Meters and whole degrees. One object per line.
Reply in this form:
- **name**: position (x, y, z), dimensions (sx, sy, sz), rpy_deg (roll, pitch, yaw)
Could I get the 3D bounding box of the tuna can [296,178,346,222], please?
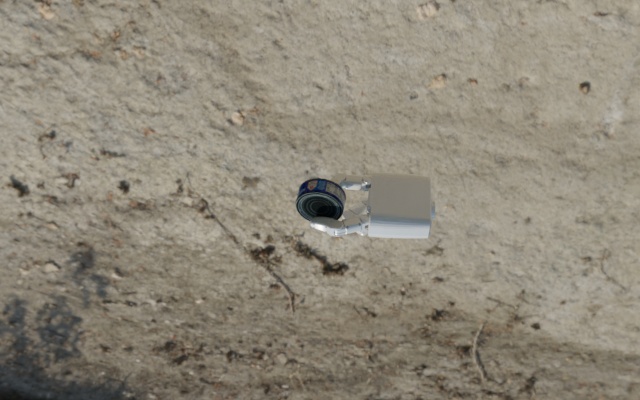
- **tuna can**: position (0.000, 0.003, 0.833), dimensions (0.086, 0.033, 0.086), rpy_deg (7, -42, 6)
